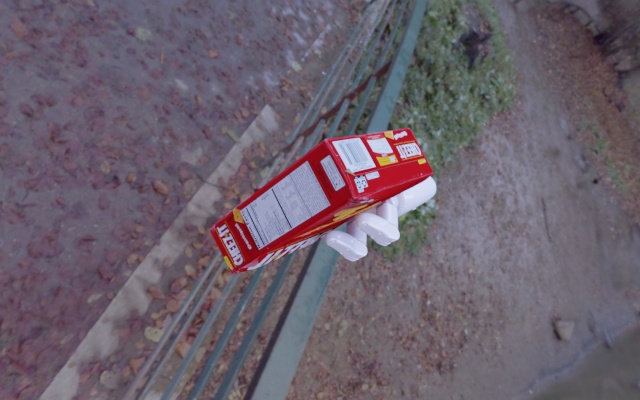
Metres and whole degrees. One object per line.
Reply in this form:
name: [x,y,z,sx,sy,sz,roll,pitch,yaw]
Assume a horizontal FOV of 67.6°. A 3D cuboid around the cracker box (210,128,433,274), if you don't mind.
cracker box: [0.000,0.002,0.557,0.214,0.072,0.164,-34,-11,39]
